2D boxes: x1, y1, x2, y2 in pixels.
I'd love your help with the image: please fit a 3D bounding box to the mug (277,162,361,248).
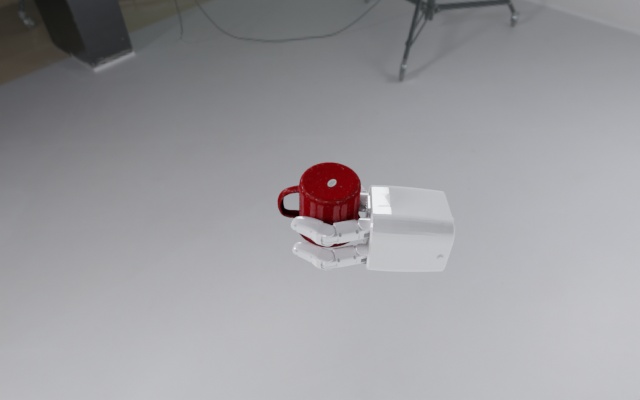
[{"bbox_3d":[-0.001,0.002,0.647,0.117,0.093,0.082,3,-44,1],"label":"mug"}]
